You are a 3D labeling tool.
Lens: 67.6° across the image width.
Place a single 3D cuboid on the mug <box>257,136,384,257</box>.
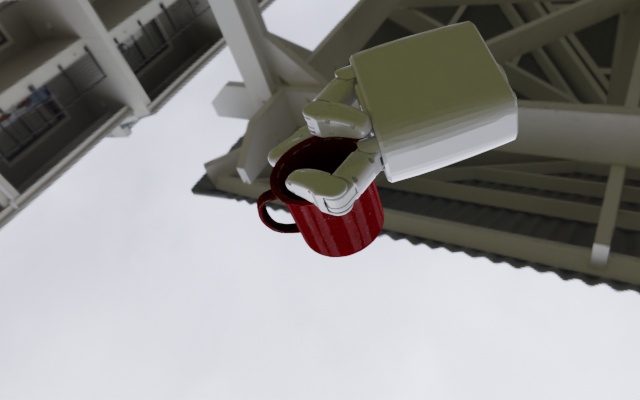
[{"bbox_3d":[-0.001,0.002,0.439,0.117,0.082,0.093,-18,42,6],"label":"mug"}]
